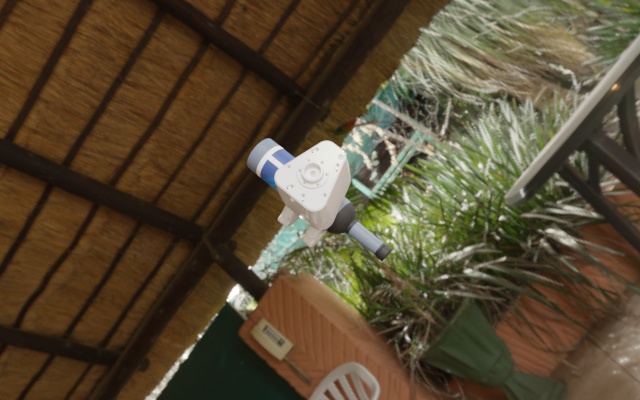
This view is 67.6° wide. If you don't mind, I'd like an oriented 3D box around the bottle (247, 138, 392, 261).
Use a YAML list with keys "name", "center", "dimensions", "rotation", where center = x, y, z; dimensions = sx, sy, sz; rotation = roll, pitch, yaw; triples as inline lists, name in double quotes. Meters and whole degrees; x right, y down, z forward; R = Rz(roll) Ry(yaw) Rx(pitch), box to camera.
- name: "bottle"
  center: [0.000, 0.003, 0.834]
  dimensions: [0.295, 0.069, 0.069]
  rotation: [39, 11, 15]
